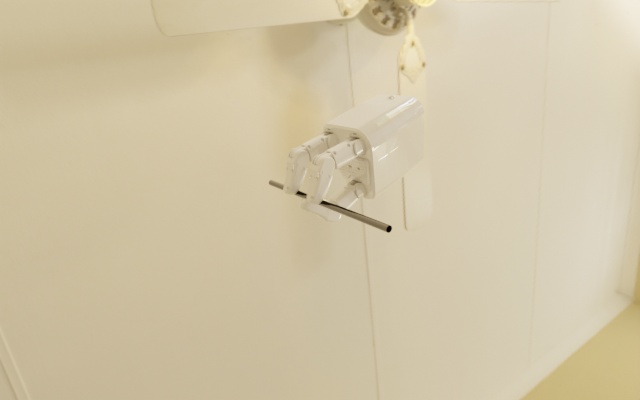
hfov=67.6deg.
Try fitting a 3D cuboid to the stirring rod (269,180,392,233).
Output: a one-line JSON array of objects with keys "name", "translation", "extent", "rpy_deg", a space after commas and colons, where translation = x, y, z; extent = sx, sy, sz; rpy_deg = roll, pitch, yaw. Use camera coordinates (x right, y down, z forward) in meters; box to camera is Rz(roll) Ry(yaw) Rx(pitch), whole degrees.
[{"name": "stirring rod", "translation": [0.000, 0.002, 0.577], "extent": [0.011, 0.011, 0.239], "rpy_deg": [0, 13, -36]}]
